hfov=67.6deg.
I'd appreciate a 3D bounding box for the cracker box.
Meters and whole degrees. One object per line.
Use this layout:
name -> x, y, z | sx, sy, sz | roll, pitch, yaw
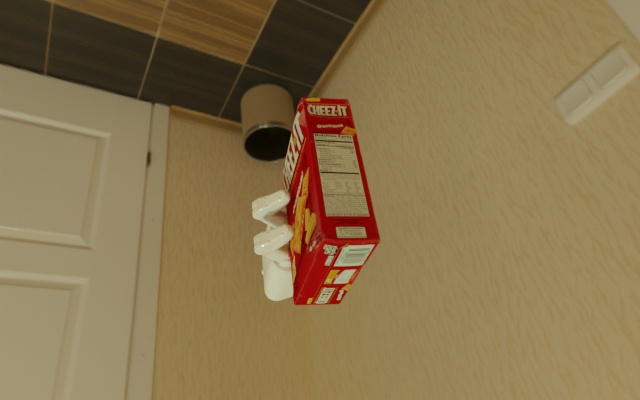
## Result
cracker box -> 0.000, 0.002, 0.607 | 0.072, 0.213, 0.164 | 1, -35, -15
